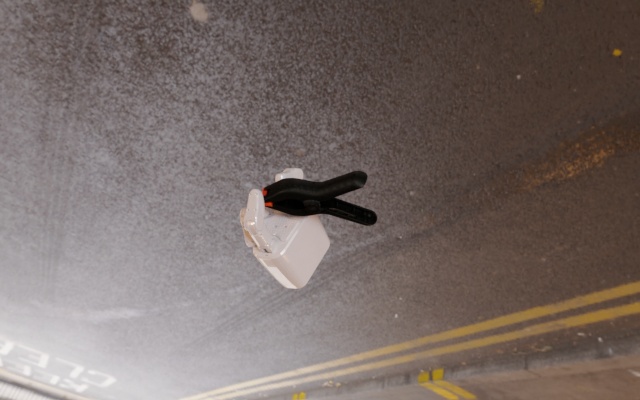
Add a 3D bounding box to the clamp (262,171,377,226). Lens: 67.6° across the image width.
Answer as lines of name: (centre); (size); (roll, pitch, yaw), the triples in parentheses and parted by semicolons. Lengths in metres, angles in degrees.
clamp: (0.000, 0.003, 0.688); (0.171, 0.039, 0.120); (-1, -38, 25)
